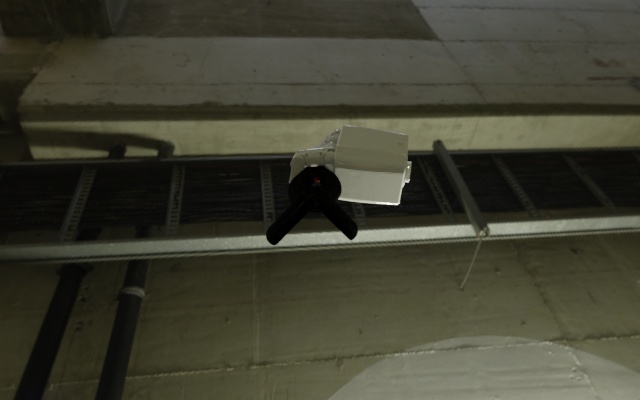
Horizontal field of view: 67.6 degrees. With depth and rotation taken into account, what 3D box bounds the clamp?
[{"bbox_3d":[0.000,0.003,0.677,0.120,0.039,0.171,6,42,9],"label":"clamp"}]
